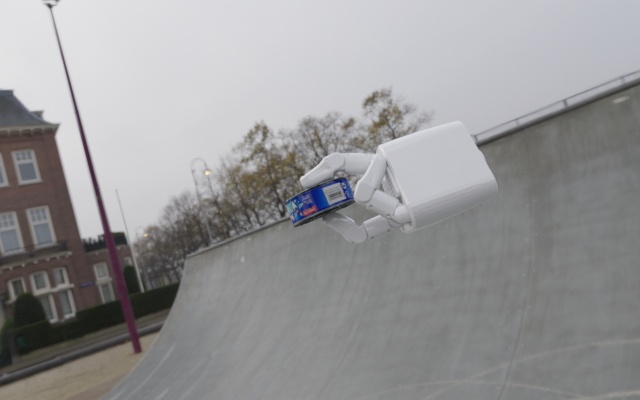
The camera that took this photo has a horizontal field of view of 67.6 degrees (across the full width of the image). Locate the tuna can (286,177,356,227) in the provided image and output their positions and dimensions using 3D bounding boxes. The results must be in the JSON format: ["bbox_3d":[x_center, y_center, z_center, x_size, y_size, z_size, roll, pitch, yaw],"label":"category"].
[{"bbox_3d":[0.000,0.001,0.602,0.086,0.033,0.086,-23,-5,-2],"label":"tuna can"}]
